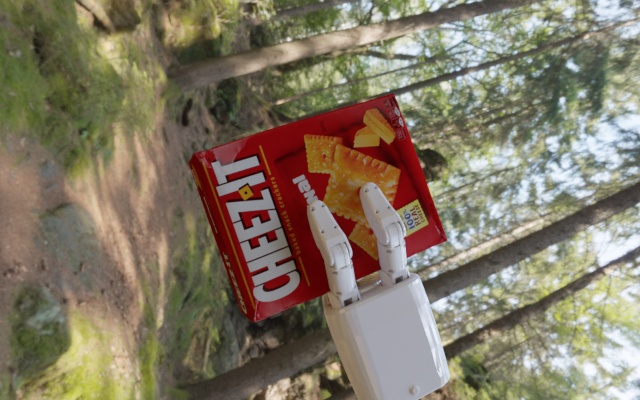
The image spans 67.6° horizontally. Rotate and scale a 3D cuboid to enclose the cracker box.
[{"bbox_3d":[0.000,0.002,0.476,0.213,0.164,0.072,-20,2,-18],"label":"cracker box"}]
